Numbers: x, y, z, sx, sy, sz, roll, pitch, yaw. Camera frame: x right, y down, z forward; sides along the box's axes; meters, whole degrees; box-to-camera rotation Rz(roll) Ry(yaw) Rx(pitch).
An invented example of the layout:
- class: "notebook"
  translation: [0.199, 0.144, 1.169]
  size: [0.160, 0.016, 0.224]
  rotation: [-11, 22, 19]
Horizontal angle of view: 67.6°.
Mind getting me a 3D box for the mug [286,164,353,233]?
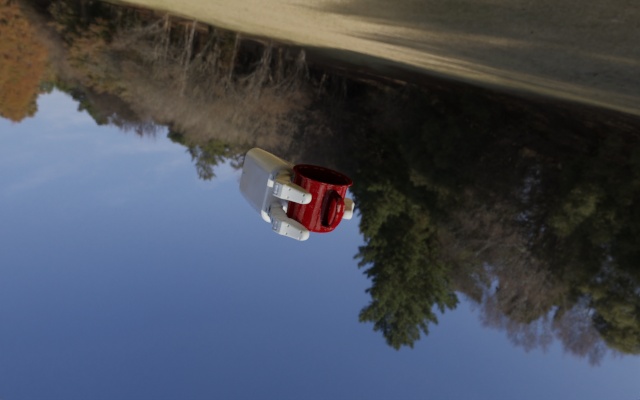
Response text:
- class: "mug"
  translation: [0.001, 0.003, 0.722]
  size: [0.093, 0.081, 0.117]
  rotation: [2, 21, -34]
